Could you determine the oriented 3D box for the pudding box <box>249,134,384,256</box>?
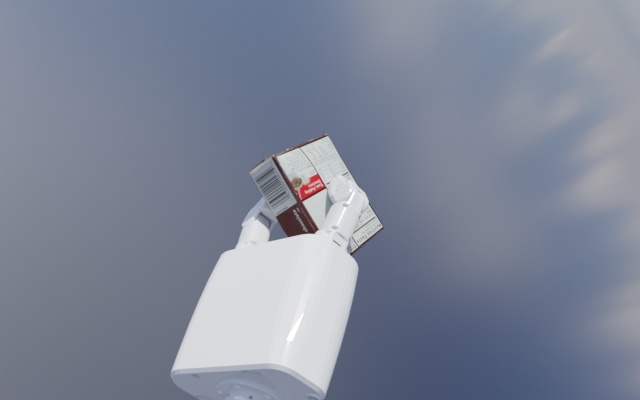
[{"bbox_3d":[0.000,0.001,0.443,0.039,0.113,0.090,-30,0,38],"label":"pudding box"}]
